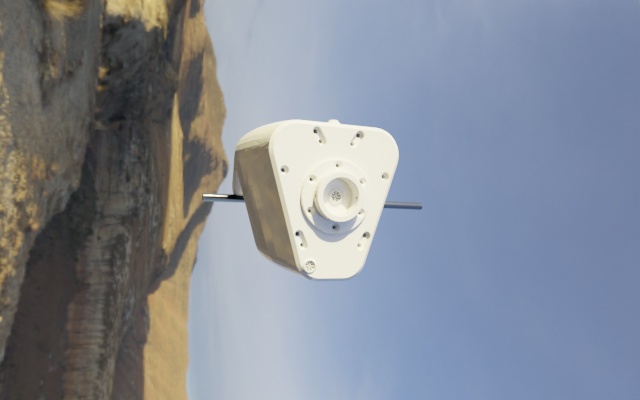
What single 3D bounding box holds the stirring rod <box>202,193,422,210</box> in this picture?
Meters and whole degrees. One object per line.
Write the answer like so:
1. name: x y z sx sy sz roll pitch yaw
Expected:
1. stirring rod: 0.000 0.002 0.498 0.239 0.011 0.011 3 -1 -20
